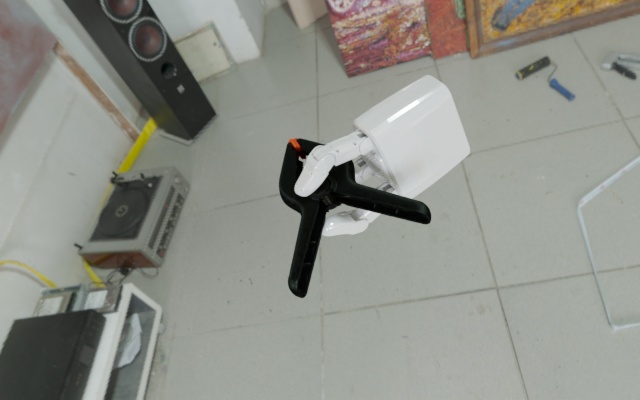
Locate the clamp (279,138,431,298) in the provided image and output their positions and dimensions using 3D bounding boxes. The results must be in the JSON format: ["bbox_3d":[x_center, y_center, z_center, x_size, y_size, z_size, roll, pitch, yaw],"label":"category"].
[{"bbox_3d":[0.000,0.001,0.545,0.164,0.210,0.036,-35,-41,-5],"label":"clamp"}]
